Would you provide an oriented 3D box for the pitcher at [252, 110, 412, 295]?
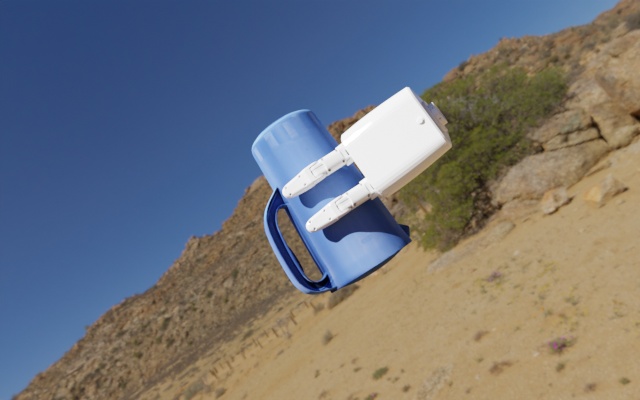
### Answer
[{"bbox_3d":[0.000,0.002,0.668,0.145,0.243,0.149,-37,-9,21],"label":"pitcher"}]
